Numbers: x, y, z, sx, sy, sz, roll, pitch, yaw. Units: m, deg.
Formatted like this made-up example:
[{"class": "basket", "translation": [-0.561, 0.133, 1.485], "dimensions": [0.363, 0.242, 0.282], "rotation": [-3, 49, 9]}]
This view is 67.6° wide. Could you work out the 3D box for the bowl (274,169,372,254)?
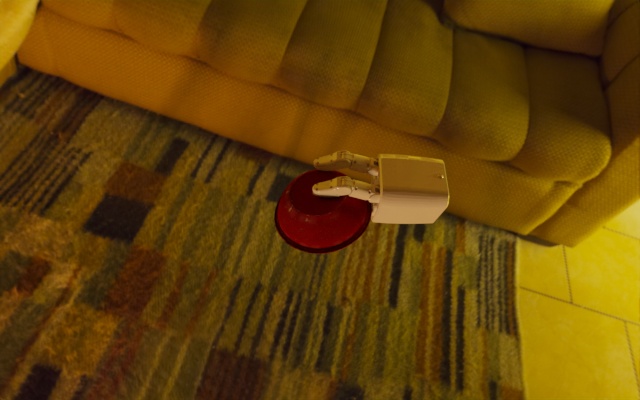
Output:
[{"class": "bowl", "translation": [-0.001, 0.003, 0.761], "dimensions": [0.162, 0.162, 0.055], "rotation": [0, -37, 10]}]
